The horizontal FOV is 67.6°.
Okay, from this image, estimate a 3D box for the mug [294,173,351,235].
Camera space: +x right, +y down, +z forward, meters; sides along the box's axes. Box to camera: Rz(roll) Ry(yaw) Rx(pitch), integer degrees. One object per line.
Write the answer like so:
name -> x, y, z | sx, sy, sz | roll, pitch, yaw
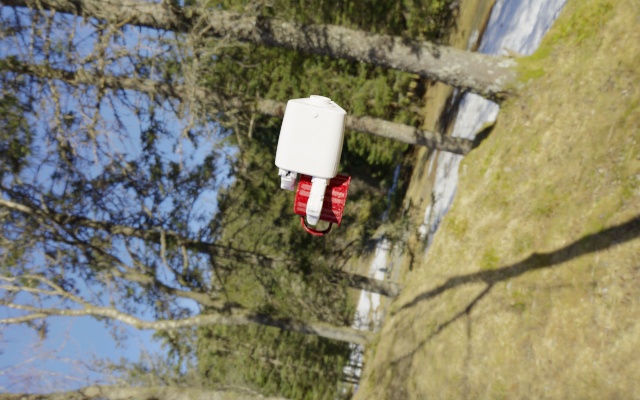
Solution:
mug -> 0.000, 0.004, 0.815 | 0.081, 0.117, 0.093 | 13, 18, 2
